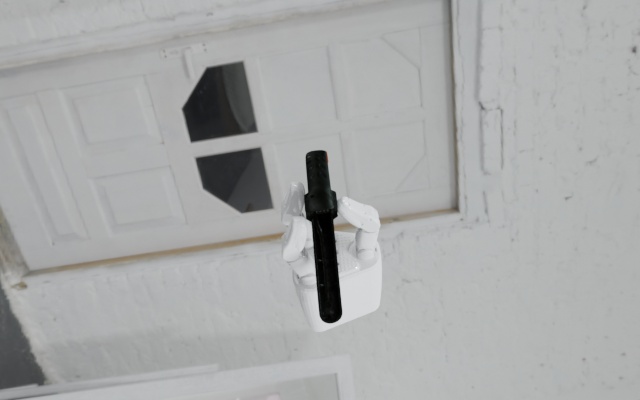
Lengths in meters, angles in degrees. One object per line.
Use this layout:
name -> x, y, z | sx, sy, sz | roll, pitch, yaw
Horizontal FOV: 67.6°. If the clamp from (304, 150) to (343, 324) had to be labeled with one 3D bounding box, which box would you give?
clamp -> 0.001, 0.001, 0.519 | 0.036, 0.165, 0.209 | -5, 45, 0
